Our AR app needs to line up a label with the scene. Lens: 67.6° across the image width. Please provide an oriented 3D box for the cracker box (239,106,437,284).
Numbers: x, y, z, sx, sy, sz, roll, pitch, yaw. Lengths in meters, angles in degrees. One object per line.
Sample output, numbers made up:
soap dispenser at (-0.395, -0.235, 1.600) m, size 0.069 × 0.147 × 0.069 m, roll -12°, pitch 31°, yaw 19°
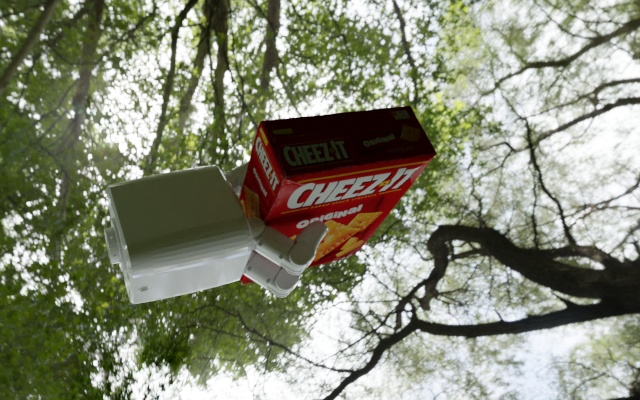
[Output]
cracker box at (0.000, 0.002, 0.512) m, size 0.164 × 0.072 × 0.214 m, roll -11°, pitch -27°, yaw -27°
